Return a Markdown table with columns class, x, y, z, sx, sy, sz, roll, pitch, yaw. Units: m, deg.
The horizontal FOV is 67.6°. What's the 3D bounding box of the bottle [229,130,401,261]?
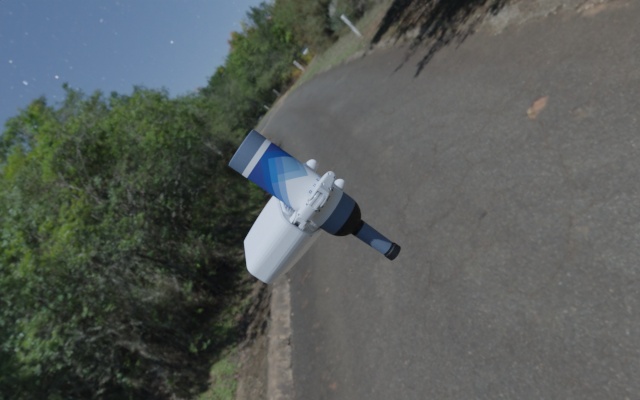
| class | x | y | z | sx | sy | sz | roll | pitch | yaw |
| --- | --- | --- | --- | --- | --- | --- | --- | --- | --- |
| bottle | 0.000 | 0.002 | 0.740 | 0.296 | 0.069 | 0.069 | 34 | -6 | -8 |
